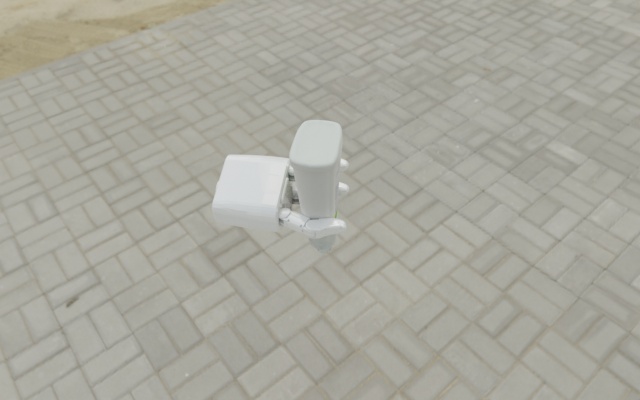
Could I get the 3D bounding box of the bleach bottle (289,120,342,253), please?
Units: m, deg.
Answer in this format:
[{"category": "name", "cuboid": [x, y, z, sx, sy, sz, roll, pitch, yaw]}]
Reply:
[{"category": "bleach bottle", "cuboid": [0.000, 0.002, 0.744, 0.068, 0.102, 0.251, 6, -42, 8]}]
